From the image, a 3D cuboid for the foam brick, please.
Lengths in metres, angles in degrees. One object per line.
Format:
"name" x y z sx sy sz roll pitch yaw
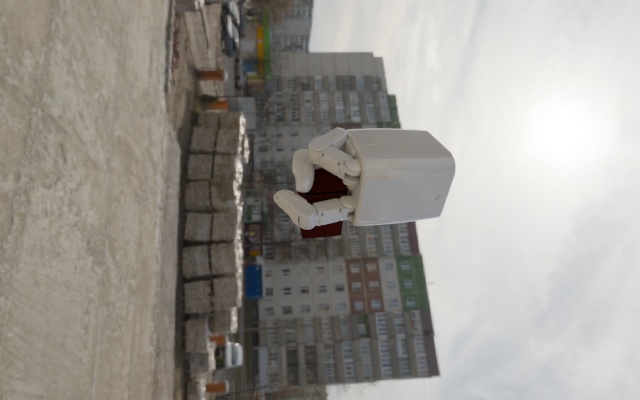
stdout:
"foam brick" 0.000 0.002 0.589 0.051 0.078 0.053 -4 45 -10
